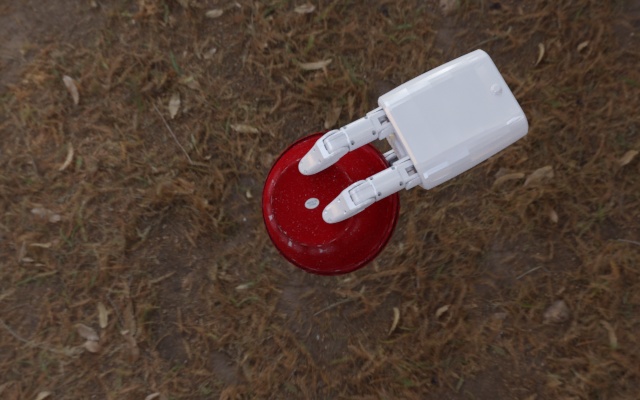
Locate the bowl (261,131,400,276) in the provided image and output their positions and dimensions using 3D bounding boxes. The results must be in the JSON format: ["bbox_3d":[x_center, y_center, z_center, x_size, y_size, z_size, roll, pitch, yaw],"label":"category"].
[{"bbox_3d":[-0.001,0.003,0.508,0.162,0.162,0.055,0,-2,18],"label":"bowl"}]
